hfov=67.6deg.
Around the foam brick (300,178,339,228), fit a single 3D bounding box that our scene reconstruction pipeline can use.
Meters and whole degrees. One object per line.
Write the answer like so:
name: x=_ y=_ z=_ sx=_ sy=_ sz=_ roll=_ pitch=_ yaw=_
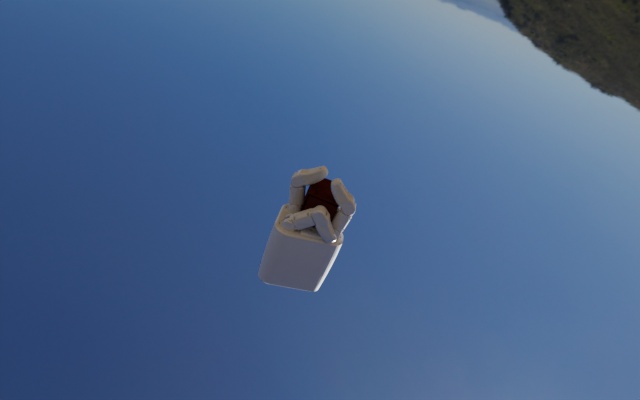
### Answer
foam brick: x=0.000 y=0.002 z=0.764 sx=0.053 sy=0.051 sz=0.078 roll=21 pitch=27 yaw=-2
